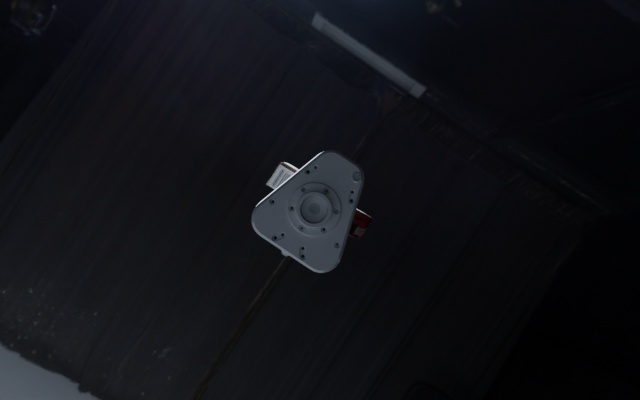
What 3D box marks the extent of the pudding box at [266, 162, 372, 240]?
[{"bbox_3d":[0.000,0.002,0.600,0.113,0.039,0.090,34,2,28],"label":"pudding box"}]
